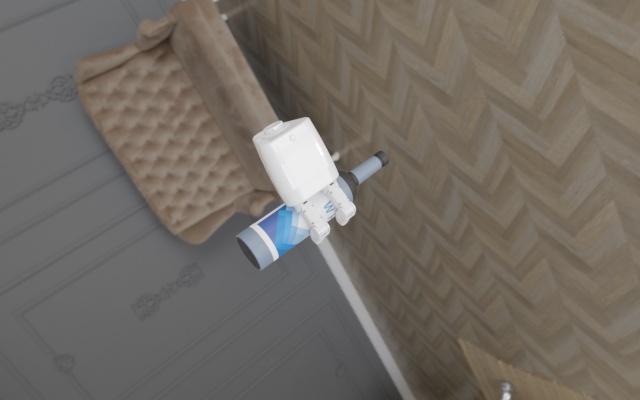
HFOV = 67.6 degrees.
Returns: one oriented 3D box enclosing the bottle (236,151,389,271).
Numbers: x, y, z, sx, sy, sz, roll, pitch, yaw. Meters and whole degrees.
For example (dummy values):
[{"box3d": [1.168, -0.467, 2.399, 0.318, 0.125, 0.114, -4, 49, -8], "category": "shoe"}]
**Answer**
[{"box3d": [0.000, 0.003, 0.792, 0.295, 0.069, 0.069, -35, 14, -21], "category": "bottle"}]
